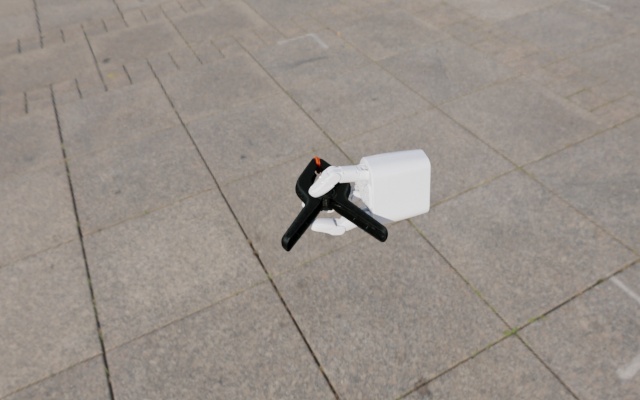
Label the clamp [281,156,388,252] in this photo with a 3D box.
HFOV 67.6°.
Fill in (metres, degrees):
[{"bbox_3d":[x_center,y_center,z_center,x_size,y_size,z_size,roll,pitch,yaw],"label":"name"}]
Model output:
[{"bbox_3d":[0.000,0.002,0.788,0.164,0.036,0.209,-9,44,-13],"label":"clamp"}]
